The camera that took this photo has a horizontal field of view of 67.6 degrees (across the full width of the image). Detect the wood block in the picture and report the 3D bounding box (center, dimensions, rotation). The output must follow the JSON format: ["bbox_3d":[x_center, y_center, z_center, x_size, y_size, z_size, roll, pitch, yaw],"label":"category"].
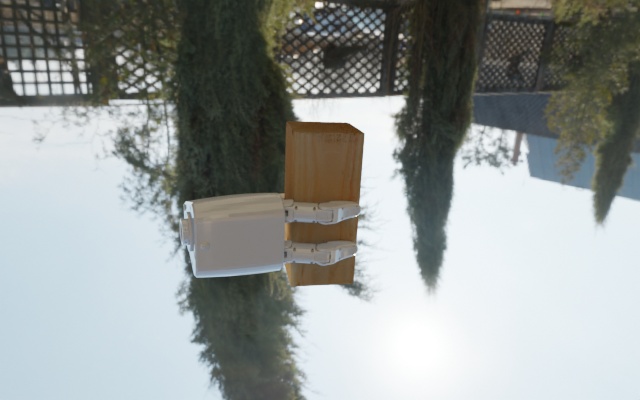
[{"bbox_3d":[0.000,0.002,0.648,0.090,0.206,0.090,-1,19,-11],"label":"wood block"}]
